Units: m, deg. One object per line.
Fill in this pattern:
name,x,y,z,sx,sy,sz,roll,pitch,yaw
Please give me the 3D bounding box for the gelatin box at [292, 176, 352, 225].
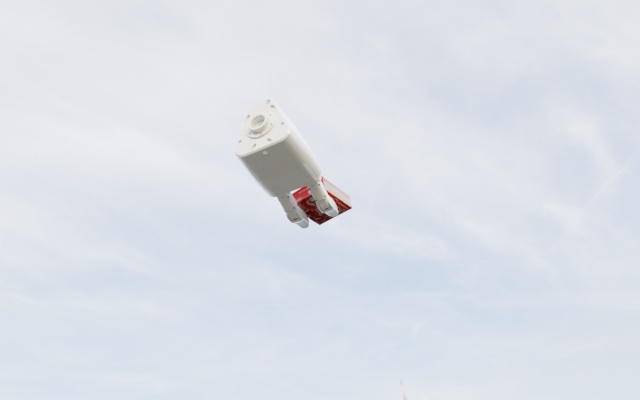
gelatin box,0.000,0.002,0.826,0.073,0.030,0.089,-29,-39,25
